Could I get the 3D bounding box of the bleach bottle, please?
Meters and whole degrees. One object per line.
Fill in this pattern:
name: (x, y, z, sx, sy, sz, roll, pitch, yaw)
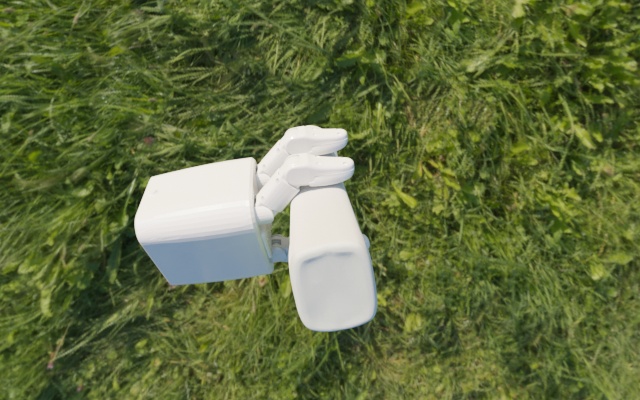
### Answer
bleach bottle: (0.000, 0.002, 0.482, 0.068, 0.103, 0.250, -10, 35, 1)
